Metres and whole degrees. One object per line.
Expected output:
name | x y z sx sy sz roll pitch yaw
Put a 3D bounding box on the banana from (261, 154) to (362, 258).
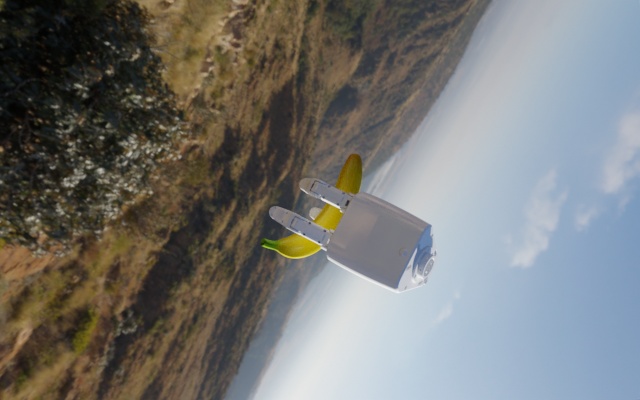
banana | 0.007 0.018 0.682 0.197 0.070 0.037 -45 31 -20
